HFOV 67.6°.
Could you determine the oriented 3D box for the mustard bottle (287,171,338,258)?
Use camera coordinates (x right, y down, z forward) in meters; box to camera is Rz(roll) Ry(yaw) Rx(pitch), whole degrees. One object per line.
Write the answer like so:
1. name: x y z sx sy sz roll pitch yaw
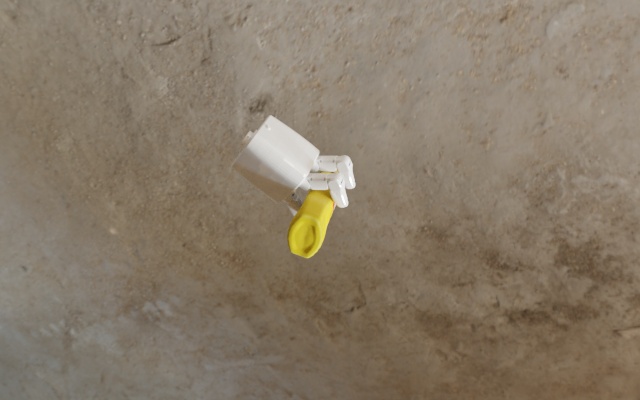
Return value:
1. mustard bottle: 0.000 0.003 0.820 0.058 0.096 0.191 19 41 5
